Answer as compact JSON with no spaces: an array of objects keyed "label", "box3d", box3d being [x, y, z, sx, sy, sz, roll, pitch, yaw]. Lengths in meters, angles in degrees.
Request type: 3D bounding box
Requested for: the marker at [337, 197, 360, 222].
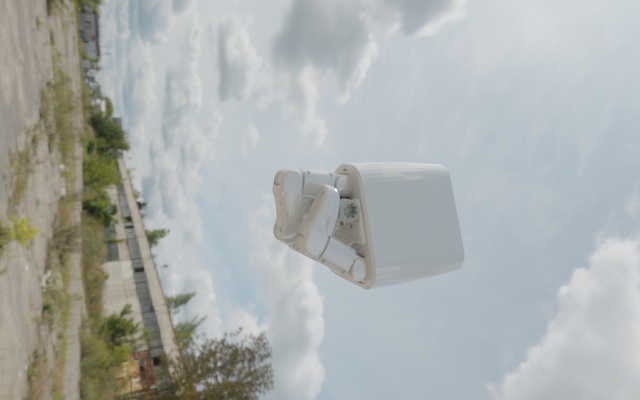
[{"label":"marker","box3d":[0.000,0.001,0.456,0.020,0.020,0.121,0,7,-25]}]
